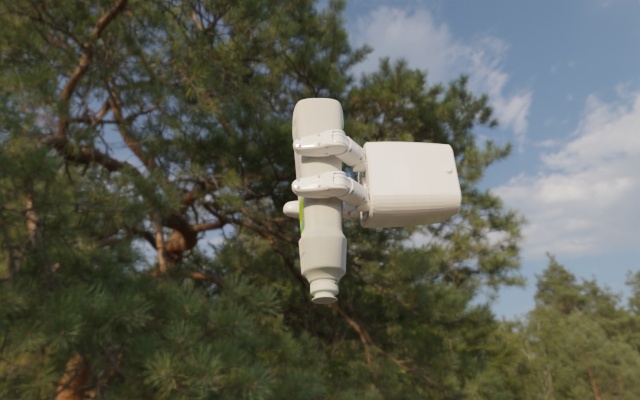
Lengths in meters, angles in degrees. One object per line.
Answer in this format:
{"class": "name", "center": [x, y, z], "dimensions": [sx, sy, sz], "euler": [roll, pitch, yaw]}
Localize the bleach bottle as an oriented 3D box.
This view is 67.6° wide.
{"class": "bleach bottle", "center": [0.000, 0.002, 0.583], "dimensions": [0.068, 0.250, 0.103], "euler": [-1, -28, -2]}
